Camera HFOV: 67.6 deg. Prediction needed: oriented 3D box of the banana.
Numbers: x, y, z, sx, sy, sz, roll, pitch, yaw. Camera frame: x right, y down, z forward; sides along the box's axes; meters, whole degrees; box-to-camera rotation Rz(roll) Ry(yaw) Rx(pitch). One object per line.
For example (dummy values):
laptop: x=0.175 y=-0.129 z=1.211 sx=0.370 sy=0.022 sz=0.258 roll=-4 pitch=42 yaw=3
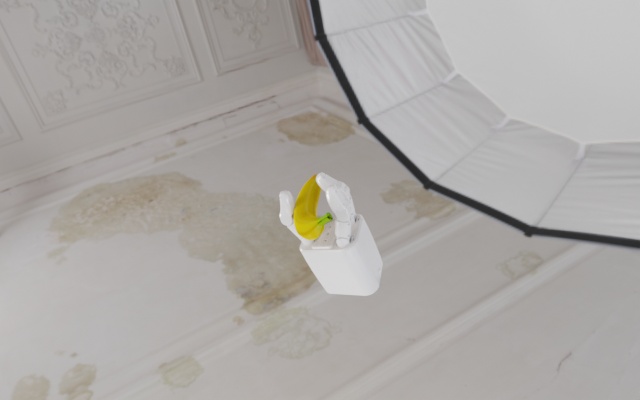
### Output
banana: x=-0.014 y=0.015 z=0.760 sx=0.069 sy=0.037 sz=0.197 roll=-39 pitch=21 yaw=9
